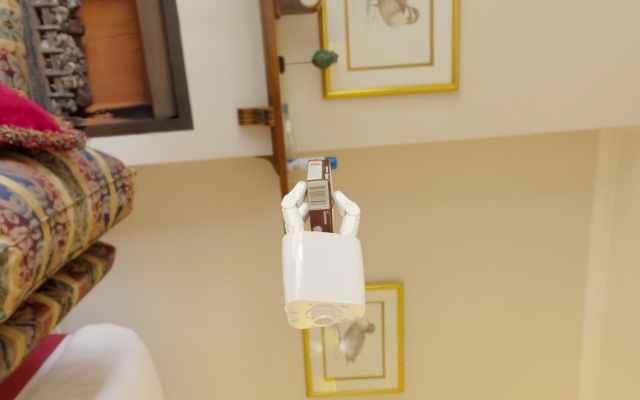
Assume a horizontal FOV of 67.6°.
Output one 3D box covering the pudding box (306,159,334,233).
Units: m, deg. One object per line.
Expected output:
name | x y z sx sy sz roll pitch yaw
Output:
pudding box | 0.000 0.002 0.750 0.039 0.113 0.090 -2 25 0
